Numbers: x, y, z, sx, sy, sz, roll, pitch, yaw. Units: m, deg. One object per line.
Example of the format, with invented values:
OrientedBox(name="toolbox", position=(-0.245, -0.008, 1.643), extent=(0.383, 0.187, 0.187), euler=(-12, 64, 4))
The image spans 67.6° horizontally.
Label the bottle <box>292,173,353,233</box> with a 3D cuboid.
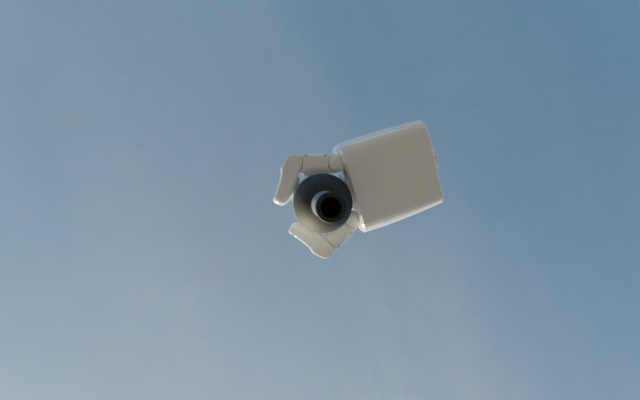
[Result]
OrientedBox(name="bottle", position=(0.000, 0.002, 0.563), extent=(0.069, 0.069, 0.295), euler=(0, 2, -4))
